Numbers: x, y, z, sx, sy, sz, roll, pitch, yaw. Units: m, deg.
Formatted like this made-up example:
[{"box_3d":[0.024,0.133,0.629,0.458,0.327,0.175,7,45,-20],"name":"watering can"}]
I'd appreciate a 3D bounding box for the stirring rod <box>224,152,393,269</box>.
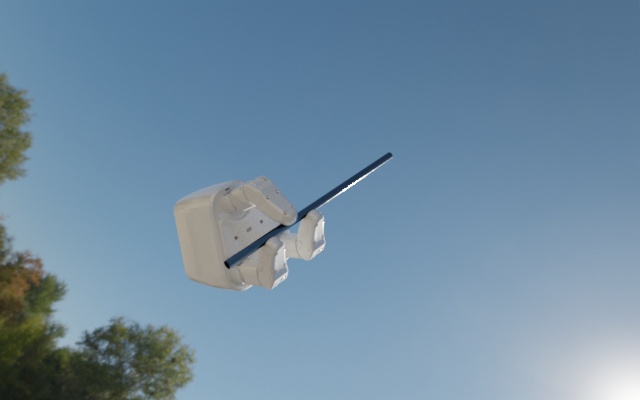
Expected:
[{"box_3d":[0.000,0.002,0.480,0.239,0.011,0.011,-34,22,-37],"name":"stirring rod"}]
